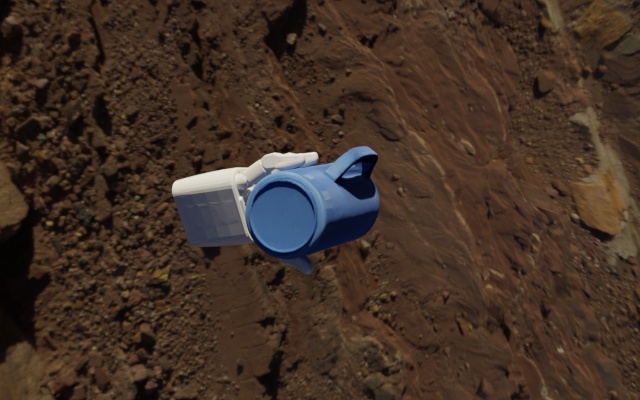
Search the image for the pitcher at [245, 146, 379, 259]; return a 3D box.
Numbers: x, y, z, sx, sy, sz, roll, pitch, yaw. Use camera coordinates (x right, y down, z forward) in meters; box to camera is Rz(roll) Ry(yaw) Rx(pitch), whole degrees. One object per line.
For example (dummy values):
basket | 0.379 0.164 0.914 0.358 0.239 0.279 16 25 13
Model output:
pitcher | 0.000 0.002 0.679 0.145 0.149 0.243 -5 2 19
